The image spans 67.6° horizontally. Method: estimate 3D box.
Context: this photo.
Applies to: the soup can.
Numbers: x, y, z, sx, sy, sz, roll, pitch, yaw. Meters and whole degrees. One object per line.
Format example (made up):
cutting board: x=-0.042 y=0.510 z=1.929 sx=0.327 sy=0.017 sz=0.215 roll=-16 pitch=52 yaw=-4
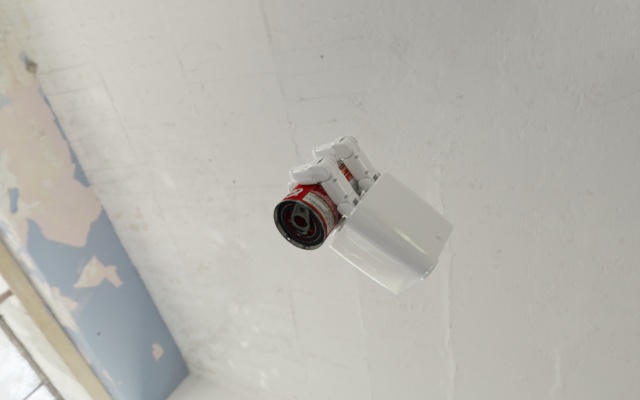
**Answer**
soup can: x=0.000 y=0.001 z=0.568 sx=0.068 sy=0.068 sz=0.102 roll=0 pitch=32 yaw=35
